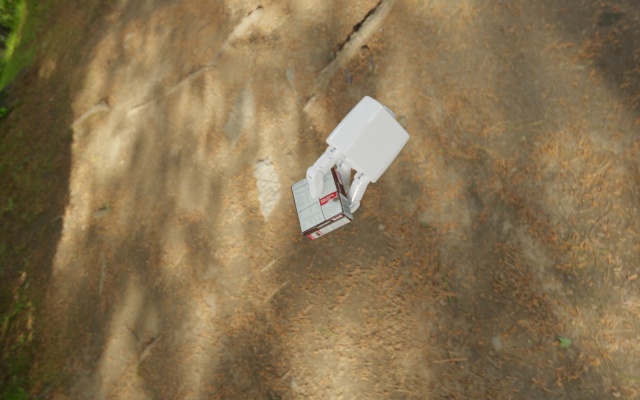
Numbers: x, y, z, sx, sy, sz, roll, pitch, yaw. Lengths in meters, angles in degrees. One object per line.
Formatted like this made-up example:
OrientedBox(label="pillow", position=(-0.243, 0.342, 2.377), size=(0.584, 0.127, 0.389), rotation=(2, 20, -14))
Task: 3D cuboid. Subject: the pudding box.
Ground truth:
OrientedBox(label="pudding box", position=(0.000, 0.003, 0.860), size=(0.090, 0.113, 0.039), rotation=(-28, -37, 19))
